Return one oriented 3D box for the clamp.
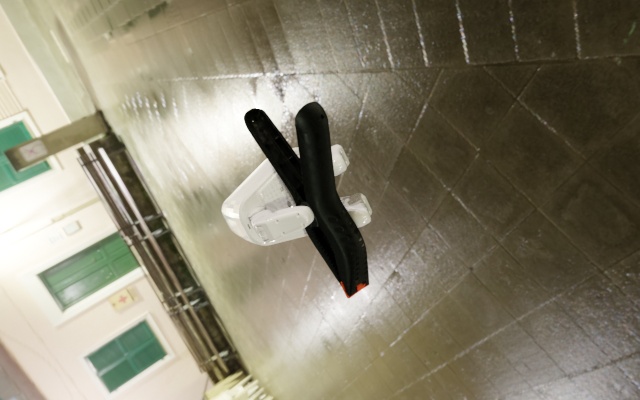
[{"bbox_3d":[0.000,0.002,0.443,0.036,0.210,0.164,-30,13,-16],"label":"clamp"}]
